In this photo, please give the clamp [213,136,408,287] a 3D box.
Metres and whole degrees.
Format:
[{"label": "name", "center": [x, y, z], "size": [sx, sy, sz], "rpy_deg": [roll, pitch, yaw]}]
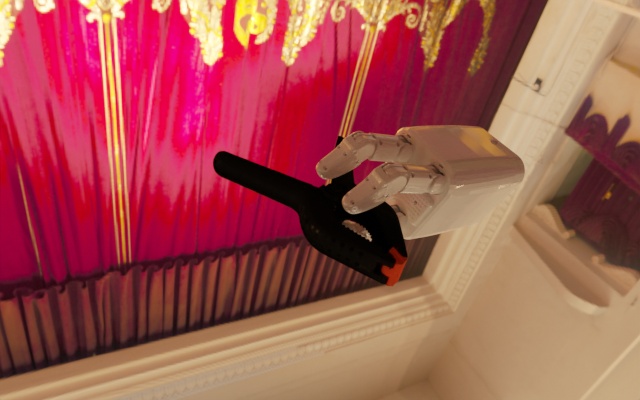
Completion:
[{"label": "clamp", "center": [0.000, 0.002, 0.456], "size": [0.164, 0.036, 0.210], "rpy_deg": [-8, 41, -27]}]
